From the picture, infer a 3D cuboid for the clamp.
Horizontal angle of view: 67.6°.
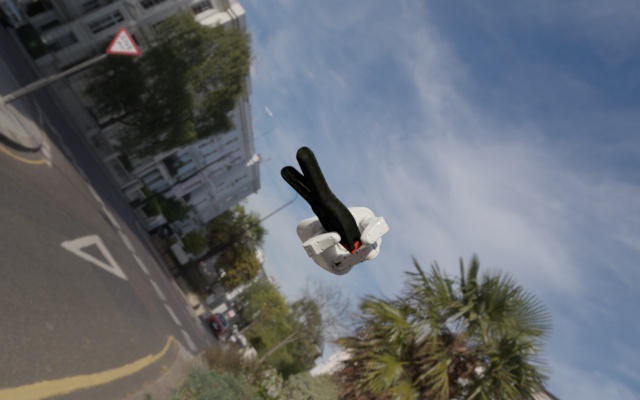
[{"bbox_3d":[0.001,0.002,0.708,0.039,0.171,0.120,-33,9,-14],"label":"clamp"}]
